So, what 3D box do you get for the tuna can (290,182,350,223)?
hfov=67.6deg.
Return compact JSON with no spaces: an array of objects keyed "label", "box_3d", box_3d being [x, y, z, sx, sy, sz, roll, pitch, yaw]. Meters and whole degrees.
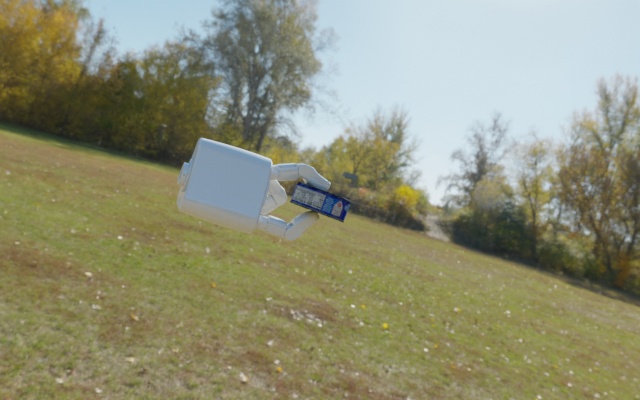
[{"label":"tuna can","box_3d":[0.000,0.002,0.705,0.086,0.034,0.086,21,-1,0]}]
